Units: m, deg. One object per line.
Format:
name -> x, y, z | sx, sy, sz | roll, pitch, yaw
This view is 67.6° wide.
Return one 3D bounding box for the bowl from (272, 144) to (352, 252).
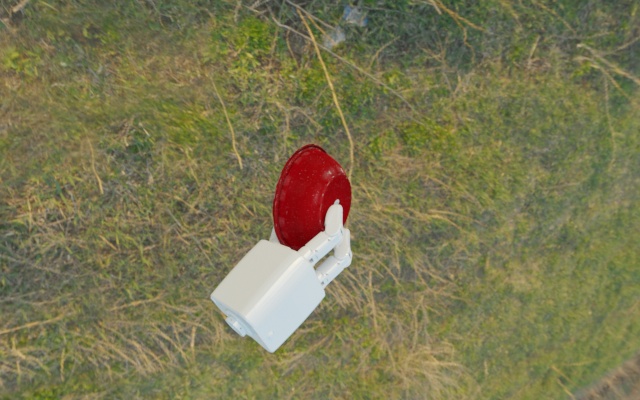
bowl -> 0.001, 0.001, 0.690 | 0.055, 0.162, 0.162 | 12, 6, 30
